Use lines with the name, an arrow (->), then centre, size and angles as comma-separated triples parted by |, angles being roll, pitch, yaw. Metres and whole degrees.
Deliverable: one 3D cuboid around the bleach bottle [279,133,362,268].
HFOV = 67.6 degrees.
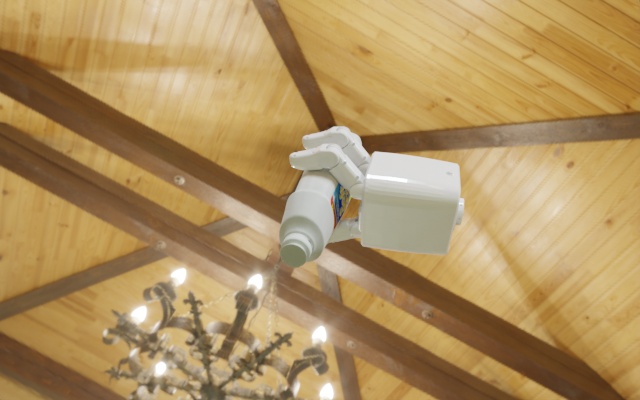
bleach bottle -> 0.000, 0.002, 0.583 | 0.068, 0.103, 0.250 | 9, 31, 10
